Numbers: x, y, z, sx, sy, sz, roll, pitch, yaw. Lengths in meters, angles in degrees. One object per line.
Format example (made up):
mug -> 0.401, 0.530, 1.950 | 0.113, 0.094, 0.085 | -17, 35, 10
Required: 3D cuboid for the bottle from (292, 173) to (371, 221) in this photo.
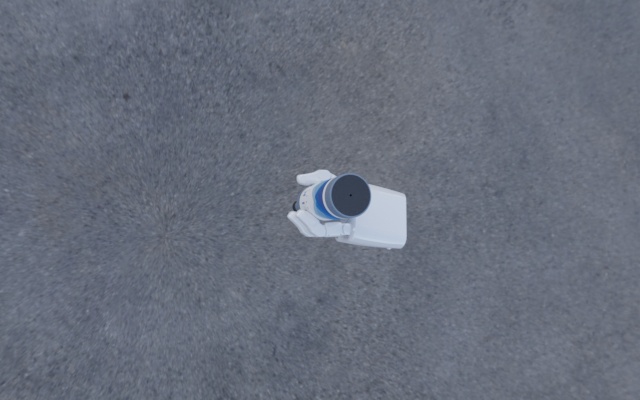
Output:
bottle -> 0.000, 0.003, 0.843 | 0.069, 0.069, 0.296 | 0, -4, -18
